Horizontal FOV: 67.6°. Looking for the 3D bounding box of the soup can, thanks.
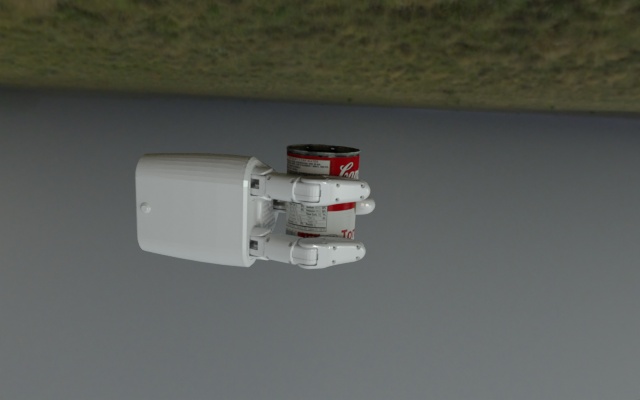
[{"bbox_3d":[0.001,0.002,0.449,0.068,0.102,0.068,3,12,-1],"label":"soup can"}]
